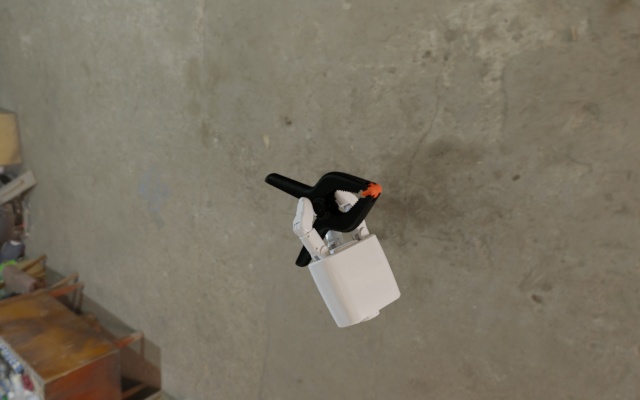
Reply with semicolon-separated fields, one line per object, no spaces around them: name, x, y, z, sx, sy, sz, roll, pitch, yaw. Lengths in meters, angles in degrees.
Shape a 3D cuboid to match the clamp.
clamp;0.000;0.003;0.742;0.210;0.164;0.036;-29;-4;41
